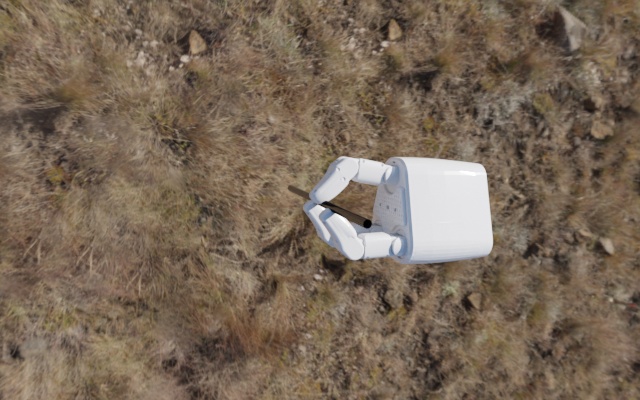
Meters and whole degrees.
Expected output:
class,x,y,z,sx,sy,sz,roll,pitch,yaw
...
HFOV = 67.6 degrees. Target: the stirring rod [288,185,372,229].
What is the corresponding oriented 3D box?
class,x,y,z,sx,sy,sz,roll,pitch,yaw
stirring rod,0.000,0.002,0.504,0.011,0.011,0.239,0,8,-19
